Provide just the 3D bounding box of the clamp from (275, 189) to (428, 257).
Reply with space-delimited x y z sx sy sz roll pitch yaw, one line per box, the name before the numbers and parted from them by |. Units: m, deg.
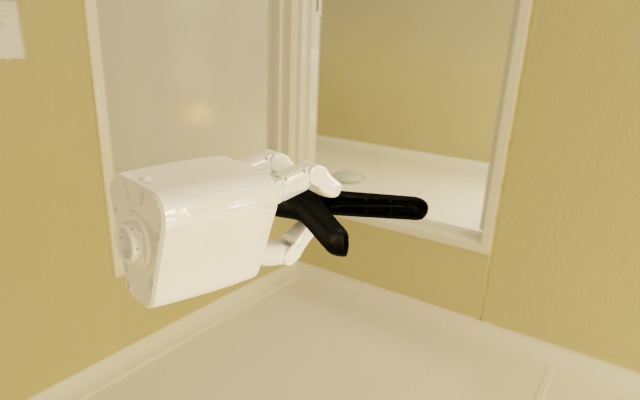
clamp | -0.001 0.002 0.518 0.210 0.036 0.164 19 21 41
